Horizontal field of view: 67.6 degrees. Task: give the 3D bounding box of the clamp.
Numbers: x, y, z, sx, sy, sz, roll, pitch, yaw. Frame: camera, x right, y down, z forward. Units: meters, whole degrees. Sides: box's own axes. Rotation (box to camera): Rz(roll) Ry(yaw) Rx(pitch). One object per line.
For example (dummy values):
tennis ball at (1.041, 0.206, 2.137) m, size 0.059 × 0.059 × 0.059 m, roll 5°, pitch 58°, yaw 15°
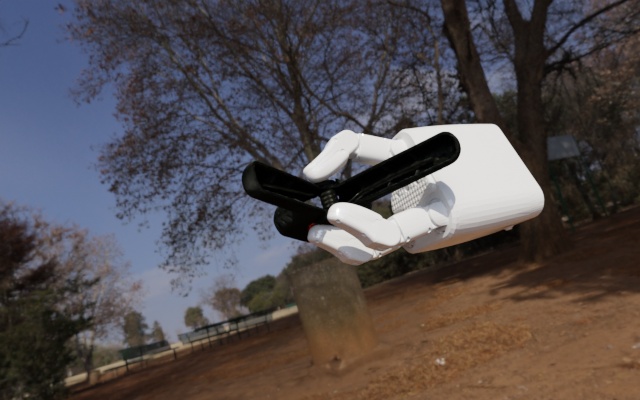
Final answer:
clamp at (0.000, 0.001, 0.417) m, size 0.164 × 0.036 × 0.210 m, roll -7°, pitch -17°, yaw -22°
